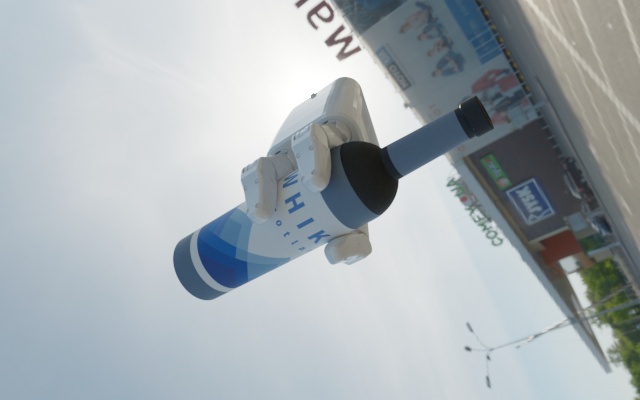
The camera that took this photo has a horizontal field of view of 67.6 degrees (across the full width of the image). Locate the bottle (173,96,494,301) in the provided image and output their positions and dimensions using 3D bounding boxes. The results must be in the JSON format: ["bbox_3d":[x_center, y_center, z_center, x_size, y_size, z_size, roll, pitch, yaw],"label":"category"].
[{"bbox_3d":[0.000,0.001,0.401,0.296,0.069,0.069,-29,-13,25],"label":"bottle"}]
